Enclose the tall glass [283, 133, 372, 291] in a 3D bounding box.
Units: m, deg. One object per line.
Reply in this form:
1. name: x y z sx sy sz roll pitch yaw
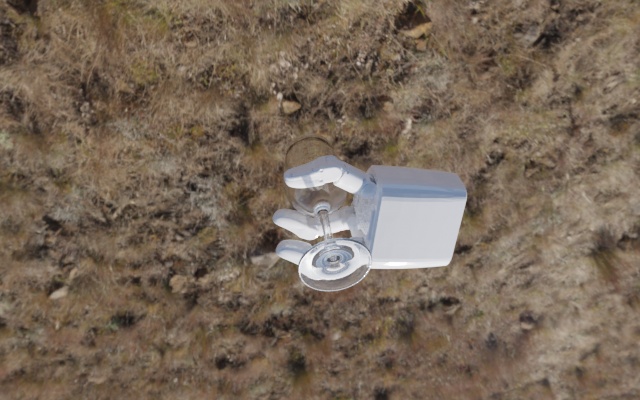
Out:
1. tall glass: 0.000 0.002 0.541 0.079 0.079 0.200 0 39 -11
